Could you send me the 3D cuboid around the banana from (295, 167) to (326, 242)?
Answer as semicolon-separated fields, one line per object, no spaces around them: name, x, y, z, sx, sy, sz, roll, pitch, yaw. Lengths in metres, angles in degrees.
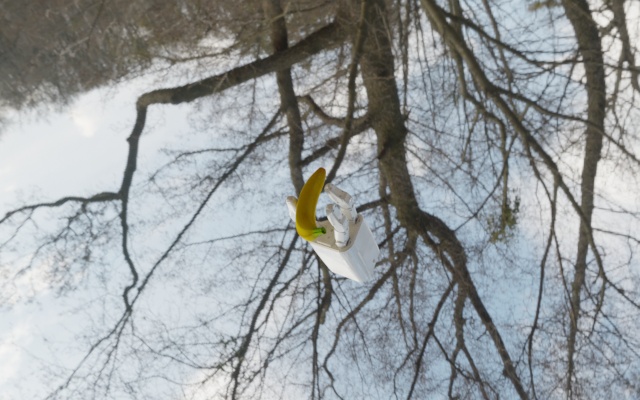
banana;-0.016;0.013;0.879;0.069;0.037;0.197;-27;34;19
